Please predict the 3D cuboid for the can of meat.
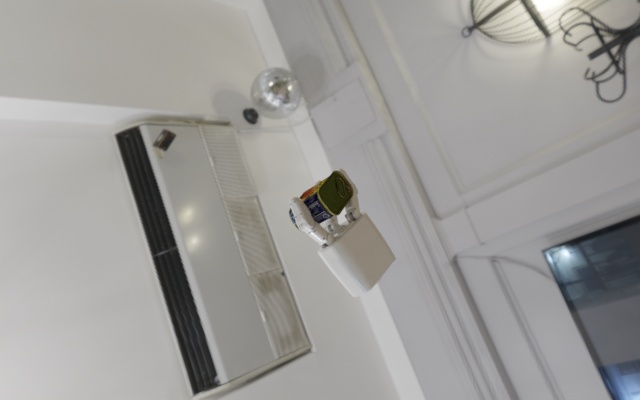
[{"bbox_3d":[0.000,0.003,0.851,0.084,0.057,0.102,-32,12,36],"label":"can of meat"}]
